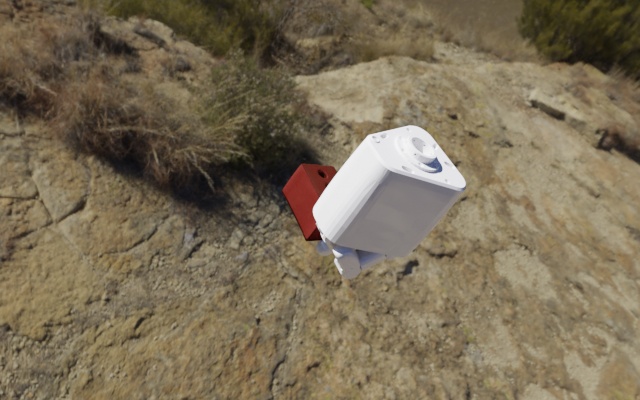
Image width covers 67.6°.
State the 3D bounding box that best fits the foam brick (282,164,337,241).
[{"bbox_3d":[0.000,0.002,0.559,0.053,0.078,0.051,1,-42,-39],"label":"foam brick"}]
